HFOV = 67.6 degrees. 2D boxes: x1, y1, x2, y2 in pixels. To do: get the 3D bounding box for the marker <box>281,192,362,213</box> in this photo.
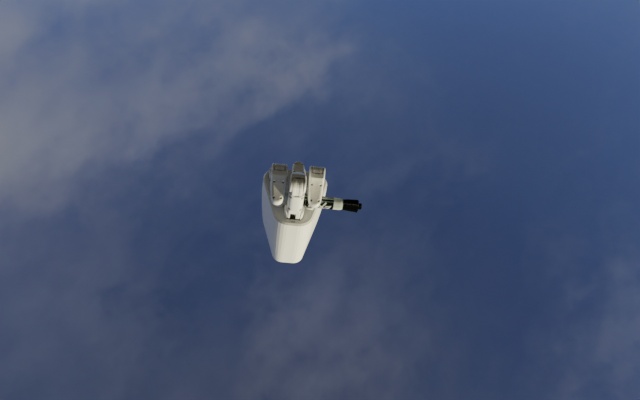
[{"bbox_3d":[0.000,0.002,0.696,0.121,0.020,0.020,6,-1,-5],"label":"marker"}]
